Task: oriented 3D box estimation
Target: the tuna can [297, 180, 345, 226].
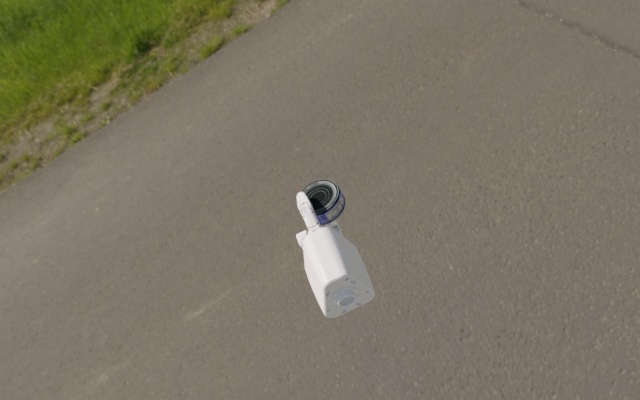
[{"bbox_3d":[0.000,0.002,0.874,0.086,0.086,0.034,0,-39,28],"label":"tuna can"}]
